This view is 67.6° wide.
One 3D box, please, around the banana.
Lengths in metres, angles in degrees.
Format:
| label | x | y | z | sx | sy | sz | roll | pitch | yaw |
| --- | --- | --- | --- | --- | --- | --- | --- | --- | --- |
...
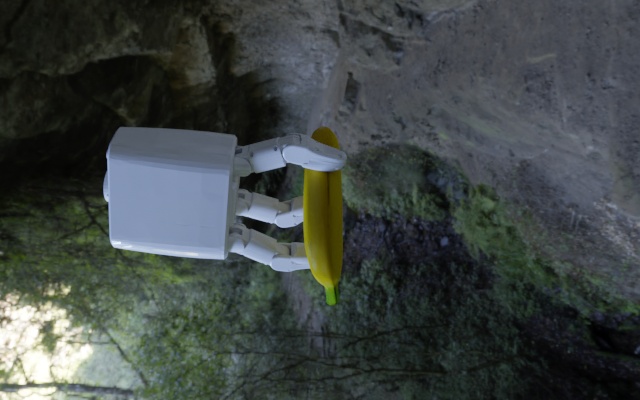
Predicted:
| label | x | y | z | sx | sy | sz | roll | pitch | yaw |
| --- | --- | --- | --- | --- | --- | --- | --- | --- | --- |
| banana | 0.001 | -0.004 | 0.465 | 0.037 | 0.197 | 0.070 | 2 | -26 | -4 |
